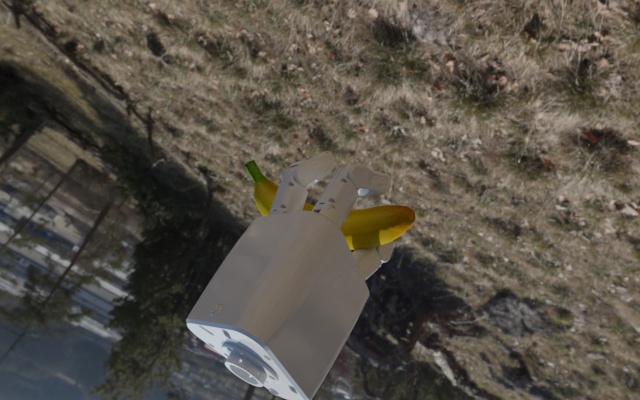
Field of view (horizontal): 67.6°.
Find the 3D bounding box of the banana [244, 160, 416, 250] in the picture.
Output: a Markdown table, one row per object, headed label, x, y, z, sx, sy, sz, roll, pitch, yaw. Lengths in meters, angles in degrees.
| label | x | y | z | sx | sy | sz | roll | pitch | yaw |
| --- | --- | --- | --- | --- | --- | --- | --- | --- | --- |
| banana | 0.001 | 0.015 | 0.465 | 0.198 | 0.070 | 0.037 | 17 | 48 | 32 |
